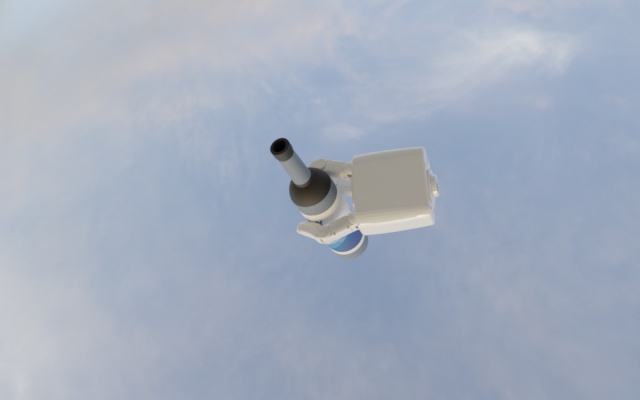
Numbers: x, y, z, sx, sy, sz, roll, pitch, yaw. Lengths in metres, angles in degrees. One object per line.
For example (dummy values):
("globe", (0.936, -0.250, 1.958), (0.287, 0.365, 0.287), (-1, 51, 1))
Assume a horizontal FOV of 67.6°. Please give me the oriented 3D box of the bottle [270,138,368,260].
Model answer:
("bottle", (0.000, 0.003, 0.726), (0.069, 0.069, 0.296), (0, -29, 24))
